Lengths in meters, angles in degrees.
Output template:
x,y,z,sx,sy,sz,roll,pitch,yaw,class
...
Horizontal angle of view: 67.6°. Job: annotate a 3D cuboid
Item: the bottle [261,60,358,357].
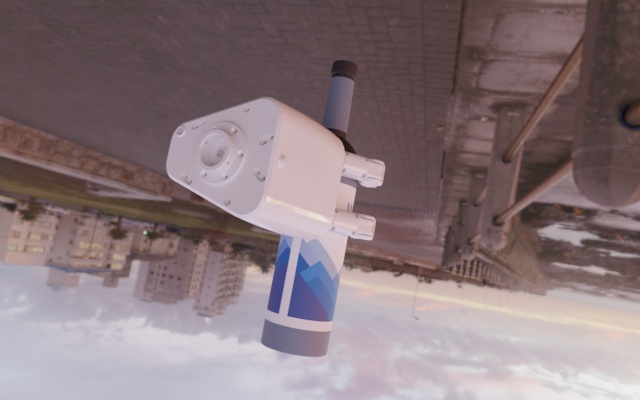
x,y,z,sx,sy,sz,roll,pitch,yaw,class
0.000,0.002,0.487,0.069,0.295,0.069,10,-6,1,bottle
